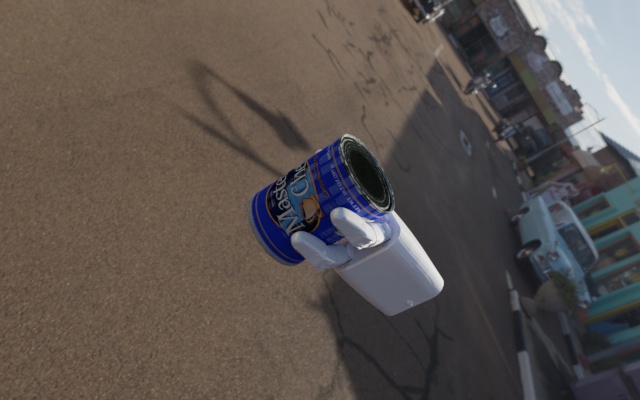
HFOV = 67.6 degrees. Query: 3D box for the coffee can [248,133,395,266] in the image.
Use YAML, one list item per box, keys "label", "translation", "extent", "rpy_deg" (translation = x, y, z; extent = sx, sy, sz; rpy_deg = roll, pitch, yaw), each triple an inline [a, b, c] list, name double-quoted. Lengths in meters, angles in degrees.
- label: "coffee can"
  translation: [0.000, 0.002, 0.561]
  extent: [0.140, 0.102, 0.103]
  rpy_deg: [-32, -15, 25]
